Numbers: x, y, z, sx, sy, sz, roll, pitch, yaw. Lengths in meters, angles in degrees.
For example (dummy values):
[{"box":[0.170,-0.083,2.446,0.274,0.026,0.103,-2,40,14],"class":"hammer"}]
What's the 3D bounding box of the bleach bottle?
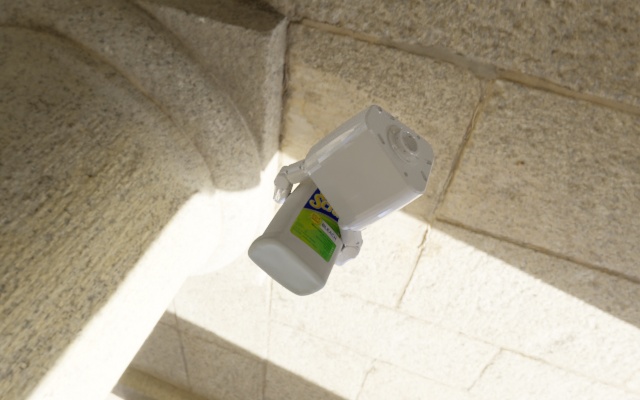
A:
[{"box":[0.000,0.002,0.646,0.068,0.102,0.250,-31,23,42],"class":"bleach bottle"}]
